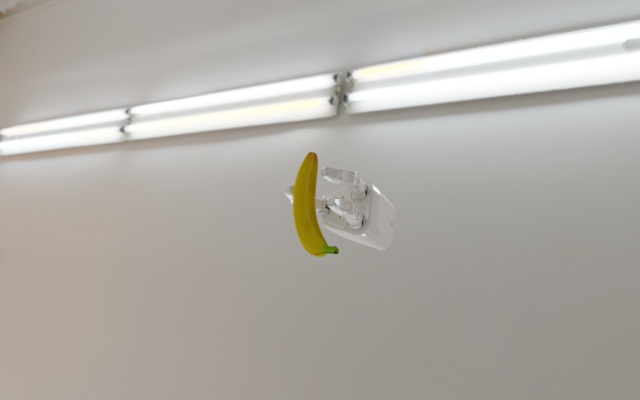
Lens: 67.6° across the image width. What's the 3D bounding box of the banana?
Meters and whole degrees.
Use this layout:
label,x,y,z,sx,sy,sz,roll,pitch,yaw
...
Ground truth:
label,x,y,z,sx,sy,sz,roll,pitch,yaw
banana,-0.014,0.014,0.753,0.069,0.197,0.037,-30,-37,23
